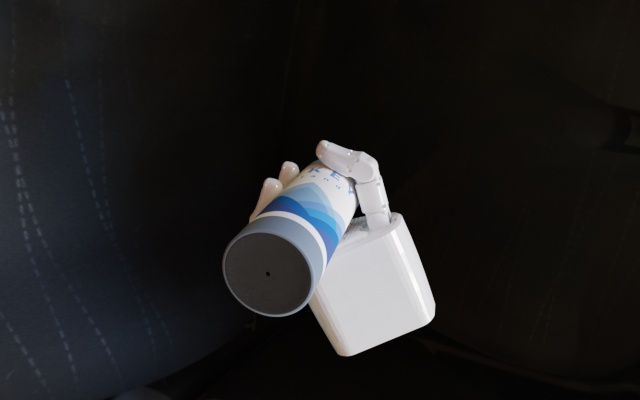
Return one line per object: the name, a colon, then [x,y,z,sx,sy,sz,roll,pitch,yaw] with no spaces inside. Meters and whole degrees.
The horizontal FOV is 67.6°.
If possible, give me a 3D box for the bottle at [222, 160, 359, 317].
bottle: [0.000,0.001,0.455,0.069,0.069,0.295,0,19,15]
